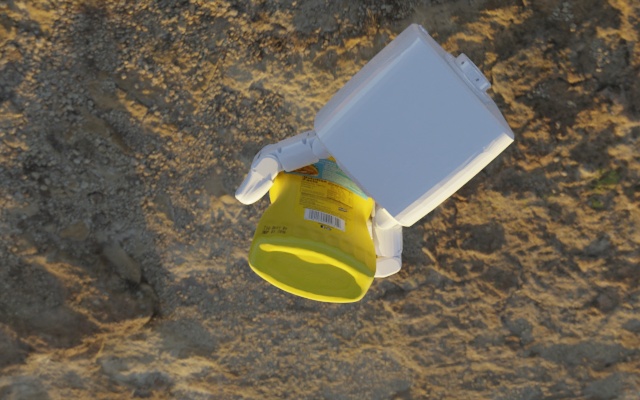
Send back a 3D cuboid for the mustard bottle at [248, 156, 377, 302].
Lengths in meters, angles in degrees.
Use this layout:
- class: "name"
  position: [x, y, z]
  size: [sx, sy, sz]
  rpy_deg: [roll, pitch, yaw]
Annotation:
- class: "mustard bottle"
  position: [0.000, 0.002, 0.431]
  size: [0.096, 0.058, 0.191]
  rpy_deg: [17, 33, -6]
